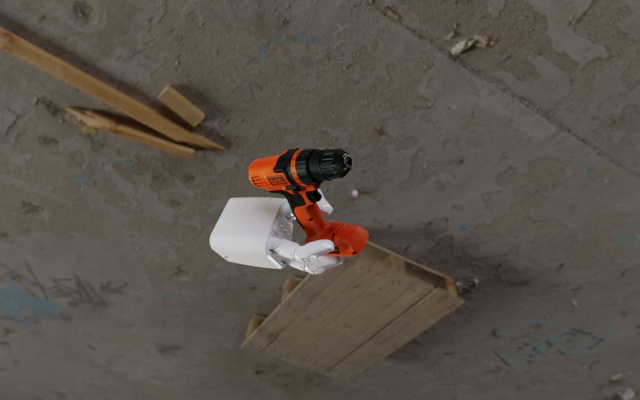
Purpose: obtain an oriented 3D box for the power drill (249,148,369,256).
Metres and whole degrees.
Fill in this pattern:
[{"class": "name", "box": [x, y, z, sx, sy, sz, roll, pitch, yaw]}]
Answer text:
[{"class": "power drill", "box": [0.000, 0.003, 0.720, 0.184, 0.188, 0.057, -2, 40, 42]}]
